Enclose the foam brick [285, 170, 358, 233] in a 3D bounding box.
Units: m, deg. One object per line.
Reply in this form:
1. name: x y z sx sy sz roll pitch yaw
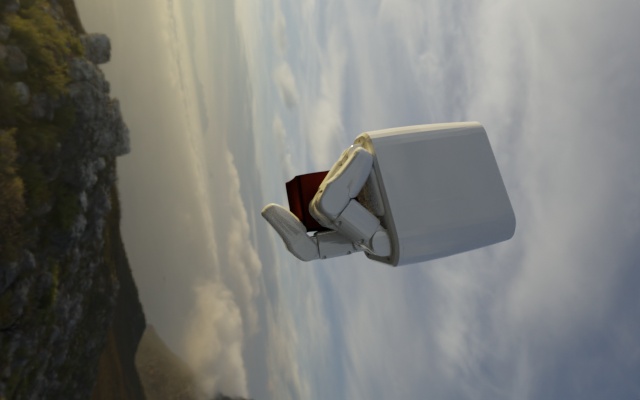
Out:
1. foam brick: 0.000 0.001 0.450 0.051 0.053 0.078 -9 0 -11
